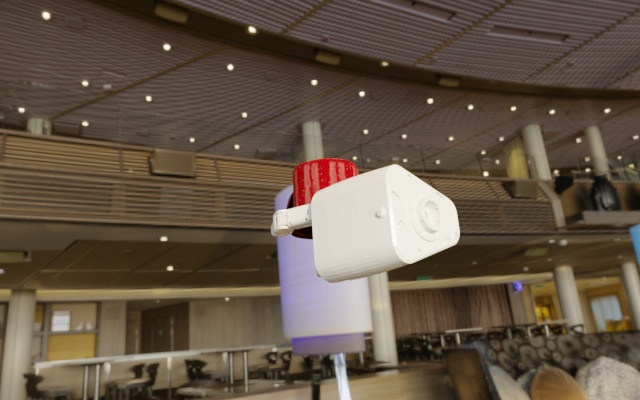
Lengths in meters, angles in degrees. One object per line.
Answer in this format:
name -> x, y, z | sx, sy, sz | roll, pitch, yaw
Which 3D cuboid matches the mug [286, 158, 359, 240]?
mug -> -0.001, 0.002, 0.591 | 0.093, 0.081, 0.117 | 10, -21, -41
